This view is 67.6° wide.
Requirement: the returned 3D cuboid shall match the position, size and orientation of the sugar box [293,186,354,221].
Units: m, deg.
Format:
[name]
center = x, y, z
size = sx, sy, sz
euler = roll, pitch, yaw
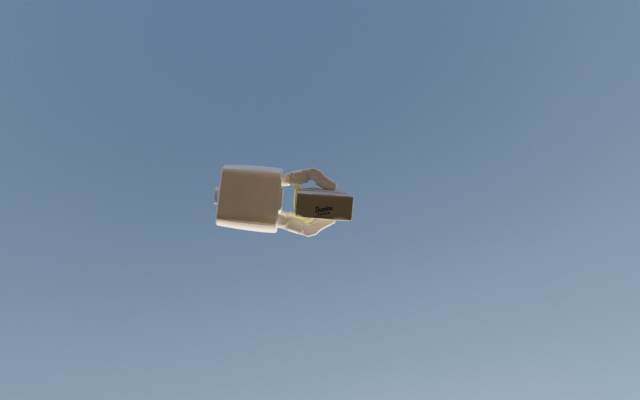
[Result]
[sugar box]
center = 0.000, 0.003, 0.842
size = 0.093, 0.048, 0.176
euler = 4, 8, -4
